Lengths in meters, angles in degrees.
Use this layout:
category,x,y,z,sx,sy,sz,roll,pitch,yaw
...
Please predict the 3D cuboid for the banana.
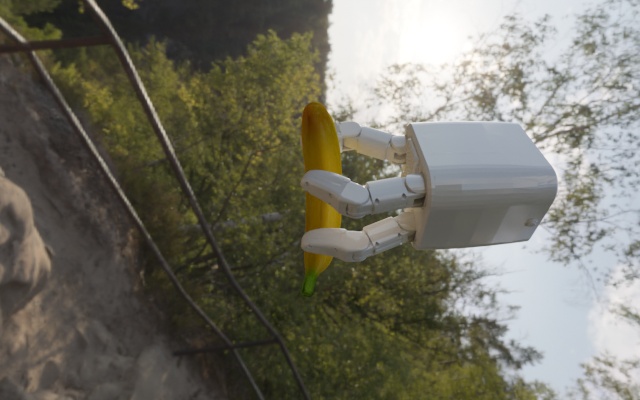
category,x,y,z,sx,sy,sz,roll,pitch,yaw
banana,0.002,-0.005,0.452,0.037,0.198,0.069,2,29,4
